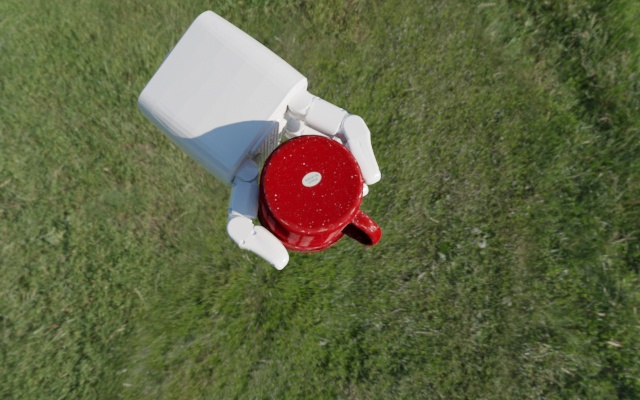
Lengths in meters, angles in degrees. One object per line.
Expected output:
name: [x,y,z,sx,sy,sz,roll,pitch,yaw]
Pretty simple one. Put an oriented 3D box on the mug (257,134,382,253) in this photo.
mug: [0.001,0.002,0.401,0.117,0.093,0.081,36,-12,2]
